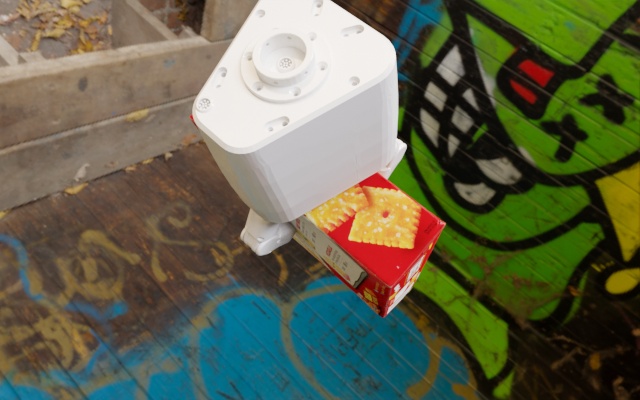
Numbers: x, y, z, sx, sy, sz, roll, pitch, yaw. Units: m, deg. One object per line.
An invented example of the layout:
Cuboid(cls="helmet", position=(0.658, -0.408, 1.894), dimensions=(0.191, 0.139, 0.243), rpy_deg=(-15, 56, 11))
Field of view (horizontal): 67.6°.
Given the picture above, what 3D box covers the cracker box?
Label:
Cuboid(cls="cracker box", position=(0.000, 0.002, 0.435), dimensions=(0.213, 0.072, 0.164), rpy_deg=(40, -12, 18))
